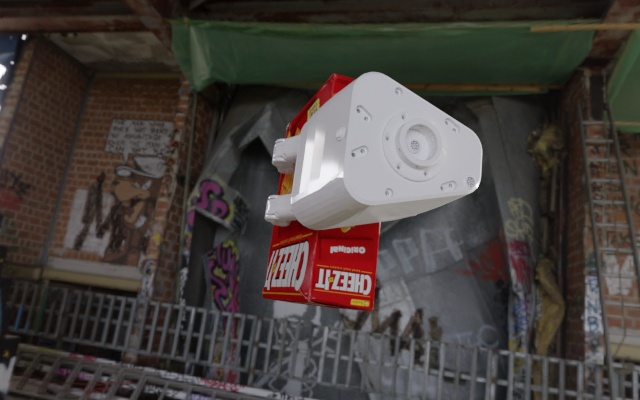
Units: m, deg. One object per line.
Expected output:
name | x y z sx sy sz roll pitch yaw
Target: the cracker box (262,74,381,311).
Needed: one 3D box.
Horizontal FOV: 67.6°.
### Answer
cracker box | 0.000 0.002 0.504 0.072 0.213 0.164 12 -14 -18
